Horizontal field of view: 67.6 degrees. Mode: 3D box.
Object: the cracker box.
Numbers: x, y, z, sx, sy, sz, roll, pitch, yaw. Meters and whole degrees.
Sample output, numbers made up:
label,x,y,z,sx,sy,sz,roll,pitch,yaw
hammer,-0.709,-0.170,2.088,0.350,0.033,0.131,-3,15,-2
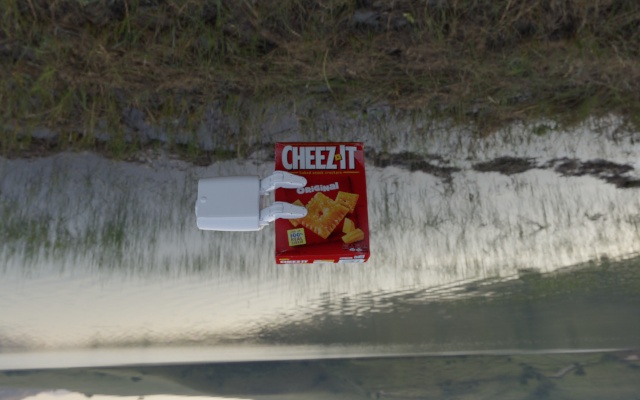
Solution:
label,x,y,z,sx,sy,sz,roll,pitch,yaw
cracker box,0.000,0.003,0.853,0.164,0.213,0.072,0,-19,-4
